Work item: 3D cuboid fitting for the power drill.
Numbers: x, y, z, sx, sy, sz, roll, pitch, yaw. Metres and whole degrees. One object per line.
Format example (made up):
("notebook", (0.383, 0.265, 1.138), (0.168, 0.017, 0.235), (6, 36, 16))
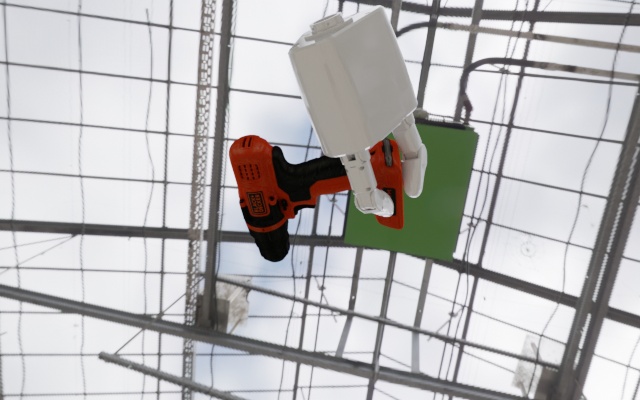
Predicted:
("power drill", (0.001, 0.002, 0.552), (0.187, 0.185, 0.057), (-5, 44, 4))
